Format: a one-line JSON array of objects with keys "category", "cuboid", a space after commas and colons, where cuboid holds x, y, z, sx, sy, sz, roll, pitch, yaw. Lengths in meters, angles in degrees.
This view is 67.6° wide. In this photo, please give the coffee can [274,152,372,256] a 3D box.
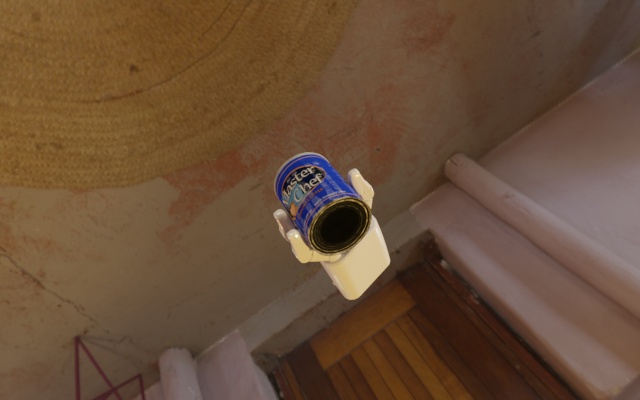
[{"category": "coffee can", "cuboid": [0.000, 0.002, 0.733, 0.103, 0.103, 0.140, 0, 31, -29]}]
